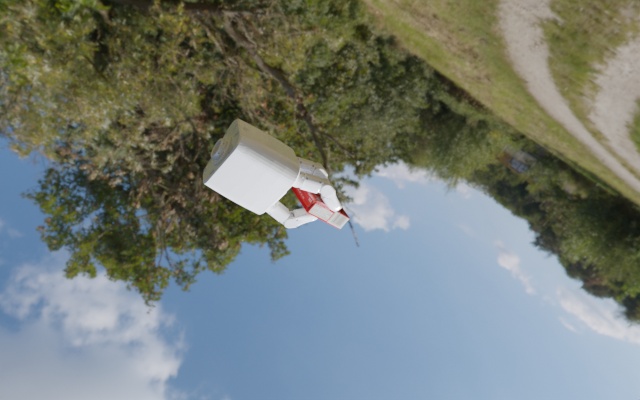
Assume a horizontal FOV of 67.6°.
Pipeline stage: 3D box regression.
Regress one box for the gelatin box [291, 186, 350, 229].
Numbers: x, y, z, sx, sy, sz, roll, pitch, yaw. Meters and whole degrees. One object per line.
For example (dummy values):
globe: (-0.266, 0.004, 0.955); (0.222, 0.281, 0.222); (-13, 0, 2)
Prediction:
gelatin box: (0.000, 0.003, 0.806); (0.089, 0.030, 0.073); (29, 19, -41)
